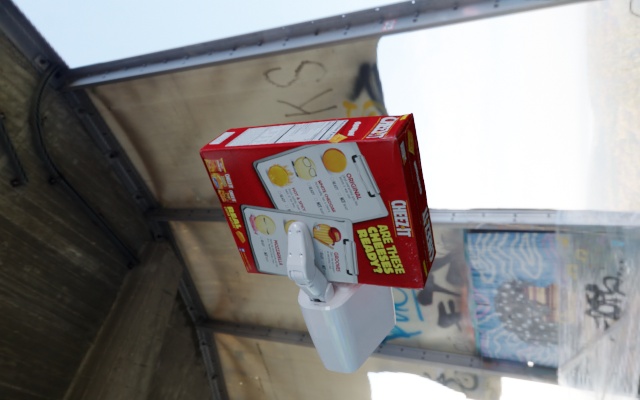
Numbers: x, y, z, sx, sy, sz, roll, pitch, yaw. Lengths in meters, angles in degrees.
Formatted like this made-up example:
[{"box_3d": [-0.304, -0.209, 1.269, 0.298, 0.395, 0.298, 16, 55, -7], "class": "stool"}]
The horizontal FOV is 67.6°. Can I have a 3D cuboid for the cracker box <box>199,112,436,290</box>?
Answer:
[{"box_3d": [0.000, 0.002, 0.499, 0.213, 0.164, 0.072, 0, 31, 27], "class": "cracker box"}]
